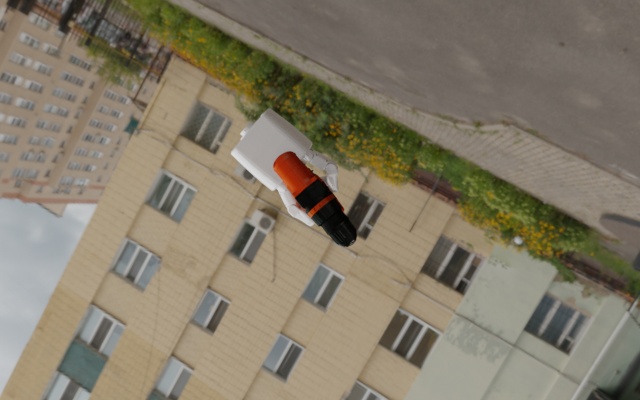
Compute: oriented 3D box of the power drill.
[{"bbox_3d":[0.000,0.003,0.832,0.057,0.184,0.187,-38,-6,0],"label":"power drill"}]
